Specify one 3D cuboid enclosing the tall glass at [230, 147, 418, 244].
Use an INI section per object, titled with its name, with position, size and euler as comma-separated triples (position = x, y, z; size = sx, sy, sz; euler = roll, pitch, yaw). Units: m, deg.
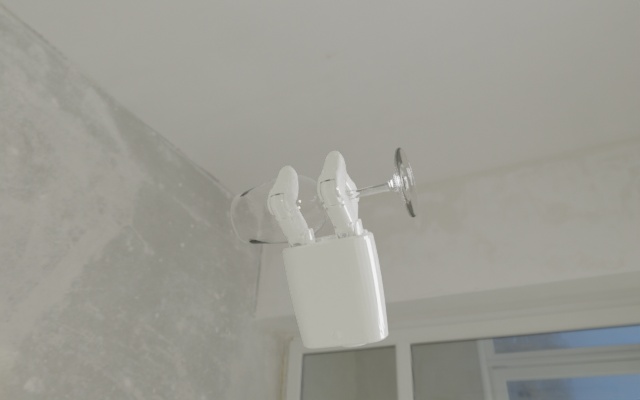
[tall glass]
position = 0.001, 0.001, 0.531
size = 0.201, 0.079, 0.079
euler = -12, -5, 22
